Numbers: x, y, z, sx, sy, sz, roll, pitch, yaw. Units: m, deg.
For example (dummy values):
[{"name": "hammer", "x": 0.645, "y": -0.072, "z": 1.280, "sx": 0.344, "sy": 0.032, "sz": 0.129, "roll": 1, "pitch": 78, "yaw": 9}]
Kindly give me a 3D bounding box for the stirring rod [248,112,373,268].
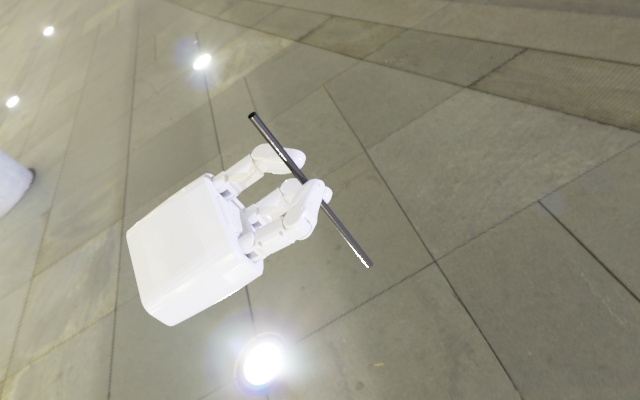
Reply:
[{"name": "stirring rod", "x": 0.000, "y": 0.002, "z": 0.474, "sx": 0.011, "sy": 0.011, "sz": 0.240, "roll": 0, "pitch": -37, "yaw": 36}]
